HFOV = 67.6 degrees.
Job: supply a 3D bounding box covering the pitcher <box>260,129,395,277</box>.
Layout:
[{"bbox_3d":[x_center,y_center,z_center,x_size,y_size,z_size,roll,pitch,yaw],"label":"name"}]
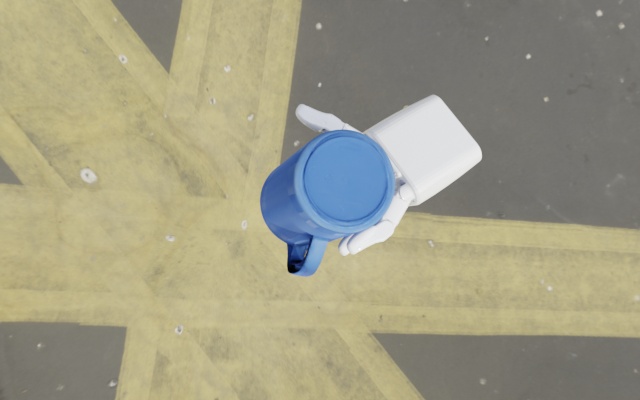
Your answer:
[{"bbox_3d":[0.000,0.002,0.592,0.145,0.149,0.243,-32,2,-13],"label":"pitcher"}]
